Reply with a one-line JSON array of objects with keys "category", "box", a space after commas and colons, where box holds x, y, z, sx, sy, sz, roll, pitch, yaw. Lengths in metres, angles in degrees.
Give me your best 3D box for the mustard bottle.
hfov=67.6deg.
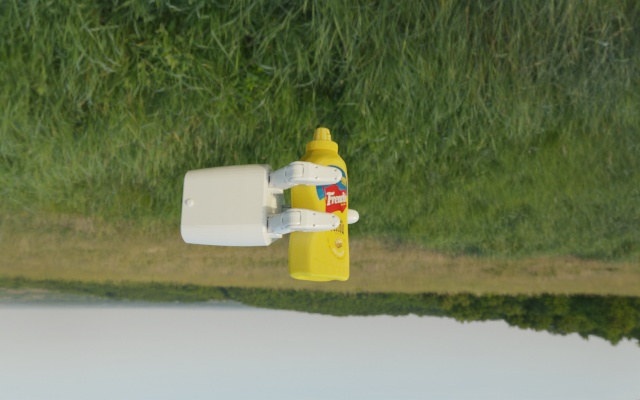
[{"category": "mustard bottle", "box": [0.000, 0.002, 0.596, 0.058, 0.191, 0.096, -8, -15, 32]}]
